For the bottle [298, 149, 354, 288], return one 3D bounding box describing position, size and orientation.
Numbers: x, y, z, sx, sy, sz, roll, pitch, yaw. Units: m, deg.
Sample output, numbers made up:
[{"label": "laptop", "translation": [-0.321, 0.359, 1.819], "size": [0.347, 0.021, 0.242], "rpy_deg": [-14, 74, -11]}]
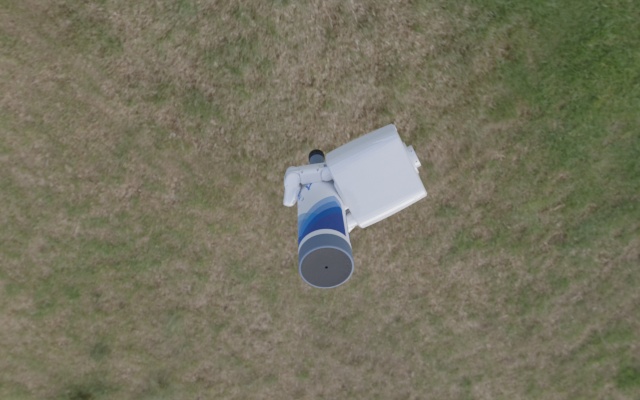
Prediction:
[{"label": "bottle", "translation": [0.000, 0.002, 0.693], "size": [0.069, 0.069, 0.295], "rpy_deg": [0, 32, -3]}]
